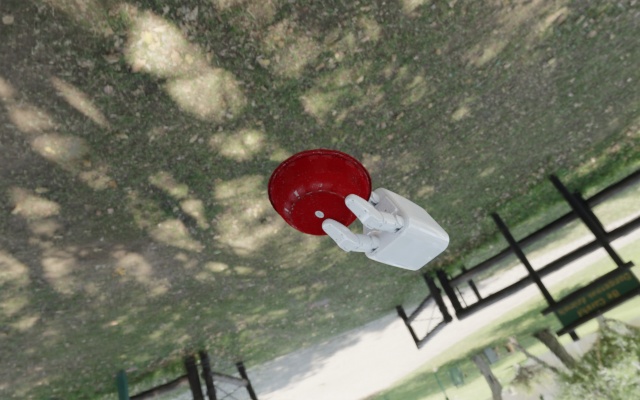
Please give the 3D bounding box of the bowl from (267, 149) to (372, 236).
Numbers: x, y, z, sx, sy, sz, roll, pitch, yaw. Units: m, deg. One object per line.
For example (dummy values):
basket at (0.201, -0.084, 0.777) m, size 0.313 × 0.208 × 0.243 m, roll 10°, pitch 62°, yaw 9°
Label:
bowl at (-0.001, 0.002, 0.719) m, size 0.162 × 0.162 × 0.055 m, roll 0°, pitch 42°, yaw -3°
